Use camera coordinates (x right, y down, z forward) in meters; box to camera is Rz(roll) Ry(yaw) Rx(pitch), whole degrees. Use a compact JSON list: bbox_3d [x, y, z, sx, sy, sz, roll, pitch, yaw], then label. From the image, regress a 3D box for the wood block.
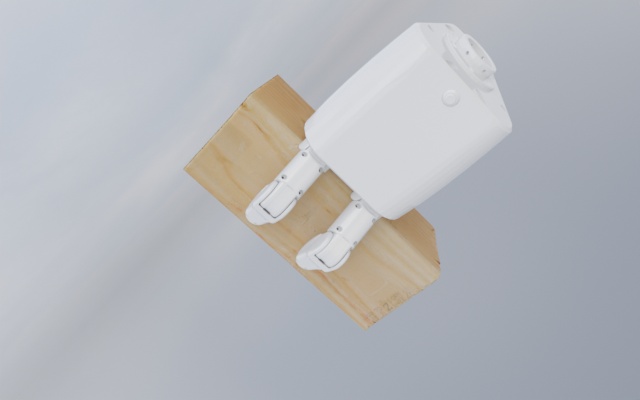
[{"bbox_3d":[0.000,0.001,0.420,0.090,0.206,0.090,-42,11,23],"label":"wood block"}]
